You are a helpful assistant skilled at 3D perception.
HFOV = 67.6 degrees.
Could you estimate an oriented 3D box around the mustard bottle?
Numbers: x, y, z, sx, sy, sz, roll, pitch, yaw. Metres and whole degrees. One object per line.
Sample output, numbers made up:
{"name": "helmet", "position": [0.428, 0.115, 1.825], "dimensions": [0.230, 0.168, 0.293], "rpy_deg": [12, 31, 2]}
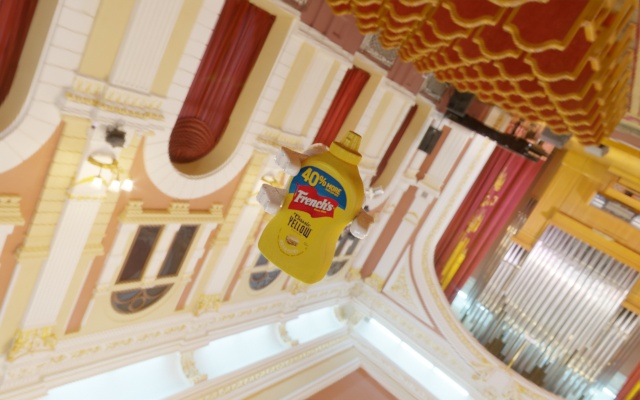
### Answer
{"name": "mustard bottle", "position": [0.000, 0.002, 0.596], "dimensions": [0.096, 0.192, 0.058], "rpy_deg": [33, 15, 22]}
